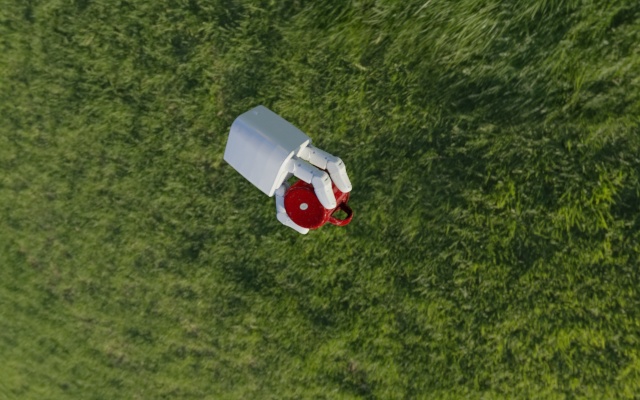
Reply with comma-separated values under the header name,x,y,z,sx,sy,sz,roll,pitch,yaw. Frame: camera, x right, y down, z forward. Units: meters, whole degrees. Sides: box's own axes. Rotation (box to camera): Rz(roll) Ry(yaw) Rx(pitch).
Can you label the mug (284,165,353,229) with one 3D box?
name,x,y,z,sx,sy,sz,roll,pitch,yaw
mug,0.001,0.004,0.801,0.117,0.093,0.081,36,37,6
